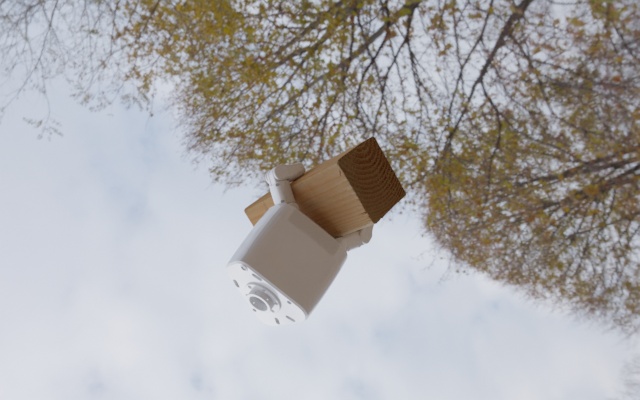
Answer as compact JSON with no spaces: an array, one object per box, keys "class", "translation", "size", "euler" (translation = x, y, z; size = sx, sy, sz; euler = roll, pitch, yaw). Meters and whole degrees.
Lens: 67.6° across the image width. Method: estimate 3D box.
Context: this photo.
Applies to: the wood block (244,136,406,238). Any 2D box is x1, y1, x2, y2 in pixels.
[{"class":"wood block","translation":[0.000,0.002,0.659],"size":[0.206,0.091,0.090],"euler":[-24,10,45]}]
